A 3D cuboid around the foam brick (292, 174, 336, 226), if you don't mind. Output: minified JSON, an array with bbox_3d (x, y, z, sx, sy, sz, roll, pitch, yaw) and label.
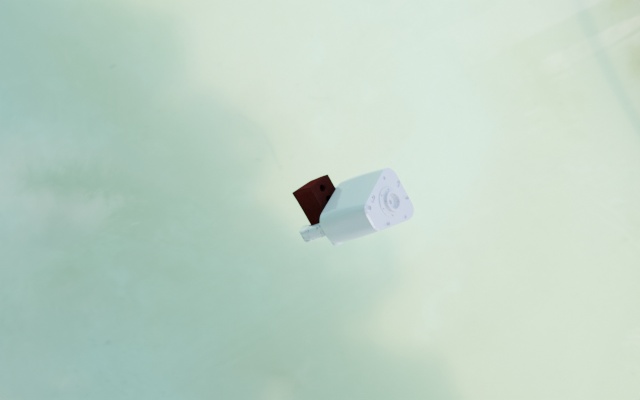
[{"bbox_3d":[0.000,0.003,0.831,0.053,0.078,0.051,-38,13,-38],"label":"foam brick"}]
